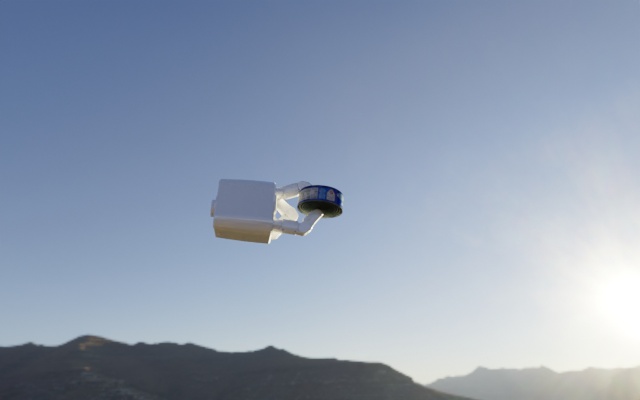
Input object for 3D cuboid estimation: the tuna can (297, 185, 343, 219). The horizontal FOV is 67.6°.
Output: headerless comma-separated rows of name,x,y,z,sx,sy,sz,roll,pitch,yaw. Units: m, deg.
tuna can,0.000,0.002,0.893,0.086,0.033,0.086,5,-23,2
